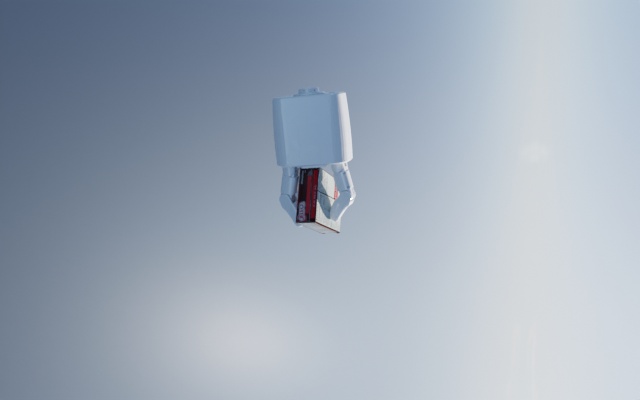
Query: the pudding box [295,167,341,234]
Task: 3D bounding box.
[{"bbox_3d":[0.000,0.002,0.778,0.039,0.090,0.113,0,-13,25],"label":"pudding box"}]
